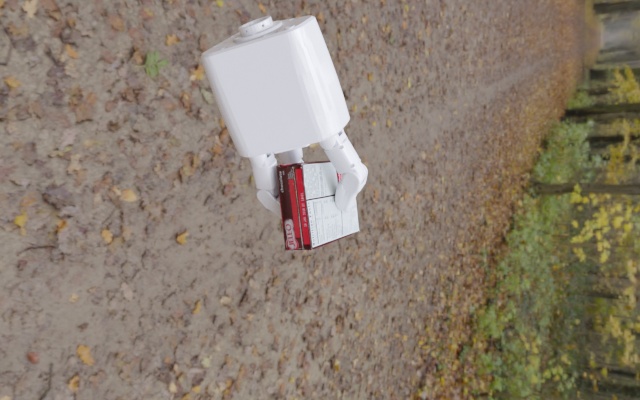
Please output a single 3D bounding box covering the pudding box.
[{"bbox_3d":[0.000,0.002,0.526,0.039,0.090,0.113,-3,5,33],"label":"pudding box"}]
